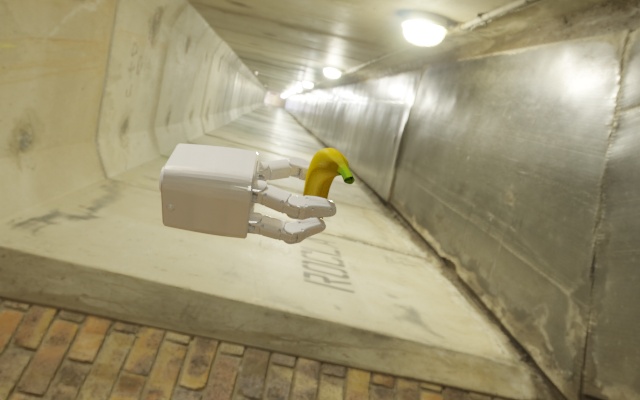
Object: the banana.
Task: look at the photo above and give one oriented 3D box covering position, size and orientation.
[{"bbox_3d":[0.000,-0.017,0.617,0.037,0.069,0.198,3,-22,-11],"label":"banana"}]
